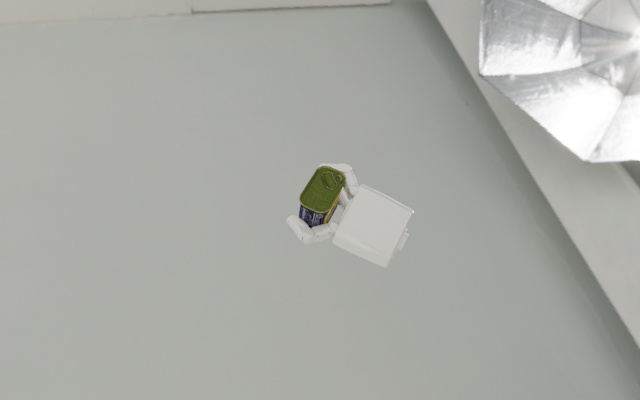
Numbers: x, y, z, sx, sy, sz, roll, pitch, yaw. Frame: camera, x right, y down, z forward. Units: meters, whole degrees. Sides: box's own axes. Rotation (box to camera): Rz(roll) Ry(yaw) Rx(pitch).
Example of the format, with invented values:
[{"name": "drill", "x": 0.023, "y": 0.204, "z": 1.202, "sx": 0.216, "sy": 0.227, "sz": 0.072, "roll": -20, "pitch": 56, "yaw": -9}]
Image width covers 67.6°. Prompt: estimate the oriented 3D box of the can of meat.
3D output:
[{"name": "can of meat", "x": 0.000, "y": 0.003, "z": 0.859, "sx": 0.057, "sy": 0.102, "sz": 0.084, "roll": 24, "pitch": -36, "yaw": 9}]
